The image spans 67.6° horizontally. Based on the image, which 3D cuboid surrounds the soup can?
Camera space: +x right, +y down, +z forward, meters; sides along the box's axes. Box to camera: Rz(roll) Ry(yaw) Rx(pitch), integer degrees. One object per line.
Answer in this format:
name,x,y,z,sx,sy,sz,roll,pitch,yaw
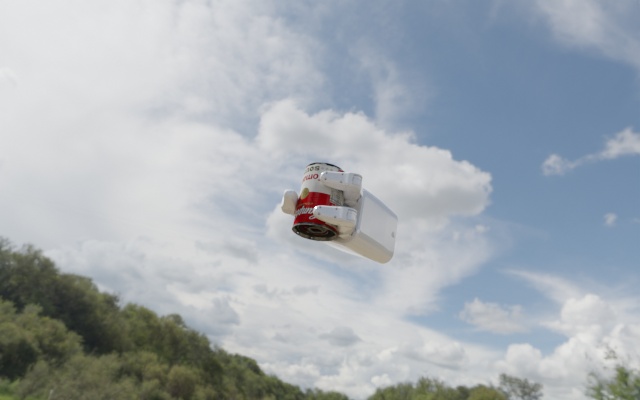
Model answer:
soup can,0.000,0.002,0.719,0.068,0.102,0.068,9,-23,4
